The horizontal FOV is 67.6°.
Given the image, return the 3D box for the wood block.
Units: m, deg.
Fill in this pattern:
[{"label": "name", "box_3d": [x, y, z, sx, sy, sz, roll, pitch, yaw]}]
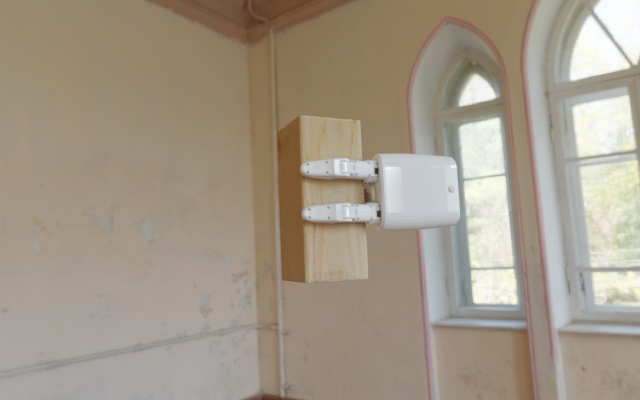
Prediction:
[{"label": "wood block", "box_3d": [0.000, 0.002, 0.636, 0.090, 0.206, 0.091, 0, -7, -24]}]
